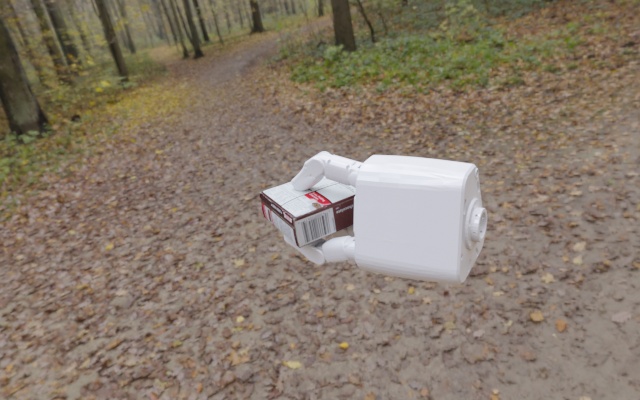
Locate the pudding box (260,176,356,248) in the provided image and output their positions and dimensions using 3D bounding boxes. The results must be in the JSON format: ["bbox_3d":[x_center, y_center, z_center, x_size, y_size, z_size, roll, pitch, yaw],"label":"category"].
[{"bbox_3d":[0.000,0.002,0.546,0.113,0.039,0.090,-20,28,-24],"label":"pudding box"}]
